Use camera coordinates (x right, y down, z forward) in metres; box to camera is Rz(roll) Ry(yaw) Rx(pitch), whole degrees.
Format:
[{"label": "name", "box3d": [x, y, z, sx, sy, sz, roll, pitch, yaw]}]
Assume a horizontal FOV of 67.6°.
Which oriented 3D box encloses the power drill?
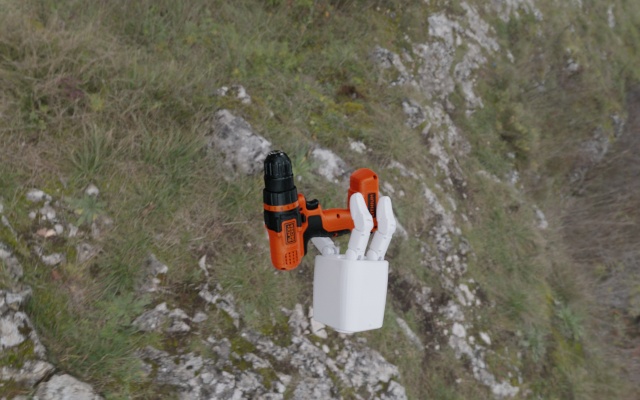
[{"label": "power drill", "box3d": [0.001, 0.003, 0.739, 0.187, 0.184, 0.057, -13, 23, -26]}]
